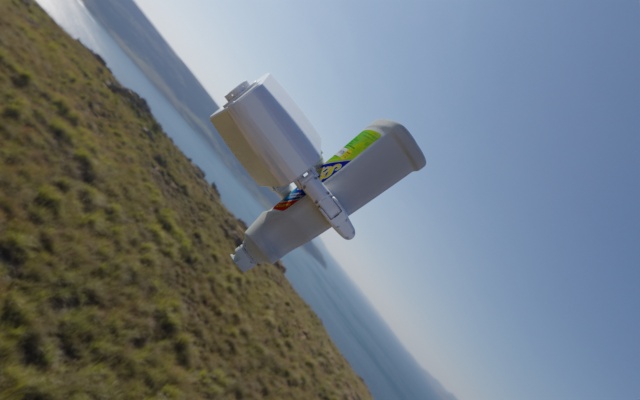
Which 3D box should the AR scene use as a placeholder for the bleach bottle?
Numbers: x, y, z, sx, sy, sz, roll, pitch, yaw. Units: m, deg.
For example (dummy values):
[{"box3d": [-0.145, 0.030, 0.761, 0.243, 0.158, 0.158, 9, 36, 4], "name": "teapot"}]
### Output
[{"box3d": [0.000, 0.002, 0.578, 0.251, 0.068, 0.102, -38, 20, -3], "name": "bleach bottle"}]
